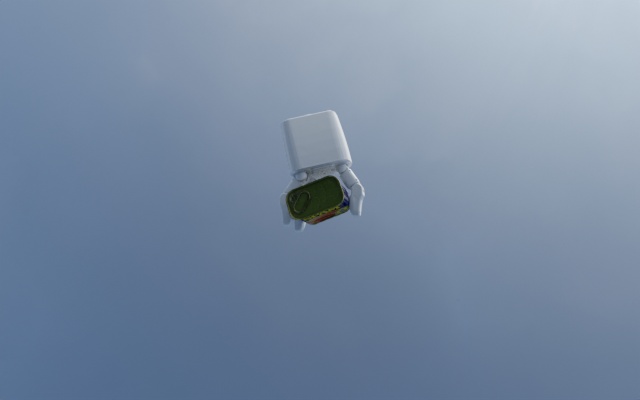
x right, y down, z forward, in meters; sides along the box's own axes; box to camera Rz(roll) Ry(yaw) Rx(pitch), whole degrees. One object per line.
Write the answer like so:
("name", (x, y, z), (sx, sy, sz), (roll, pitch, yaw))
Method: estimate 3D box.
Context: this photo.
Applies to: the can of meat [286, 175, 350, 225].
("can of meat", (0.000, 0.003, 0.857), (0.102, 0.057, 0.084), (-21, -15, 11))
